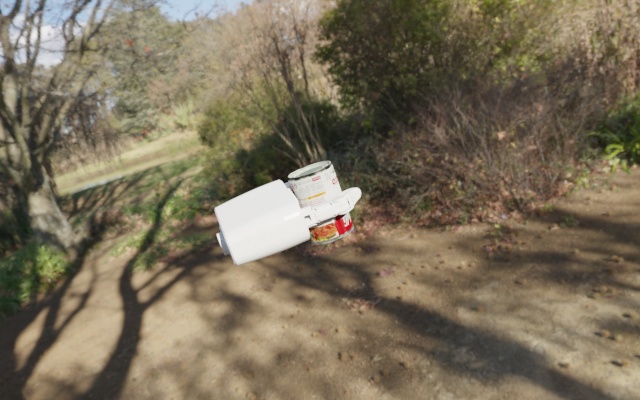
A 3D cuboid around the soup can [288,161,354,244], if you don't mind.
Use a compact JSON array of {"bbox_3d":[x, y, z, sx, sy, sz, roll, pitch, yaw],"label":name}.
[{"bbox_3d":[0.000,0.002,0.686,0.068,0.102,0.068,-18,14,5],"label":"soup can"}]
